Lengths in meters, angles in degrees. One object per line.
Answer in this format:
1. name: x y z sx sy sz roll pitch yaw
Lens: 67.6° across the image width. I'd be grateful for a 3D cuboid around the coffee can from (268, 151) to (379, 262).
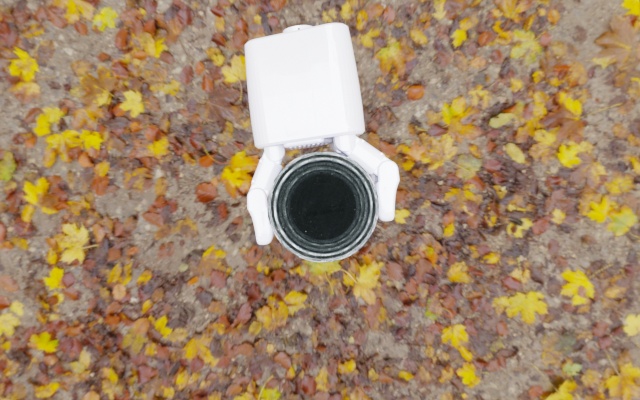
1. coffee can: 0.000 0.002 0.504 0.103 0.103 0.140 0 4 -2
